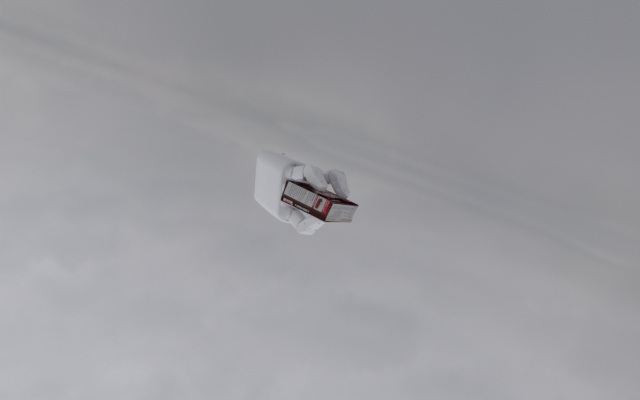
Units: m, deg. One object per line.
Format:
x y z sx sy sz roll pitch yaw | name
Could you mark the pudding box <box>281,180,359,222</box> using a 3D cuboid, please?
0.000 0.003 0.780 0.090 0.039 0.113 25 10 24 | pudding box
